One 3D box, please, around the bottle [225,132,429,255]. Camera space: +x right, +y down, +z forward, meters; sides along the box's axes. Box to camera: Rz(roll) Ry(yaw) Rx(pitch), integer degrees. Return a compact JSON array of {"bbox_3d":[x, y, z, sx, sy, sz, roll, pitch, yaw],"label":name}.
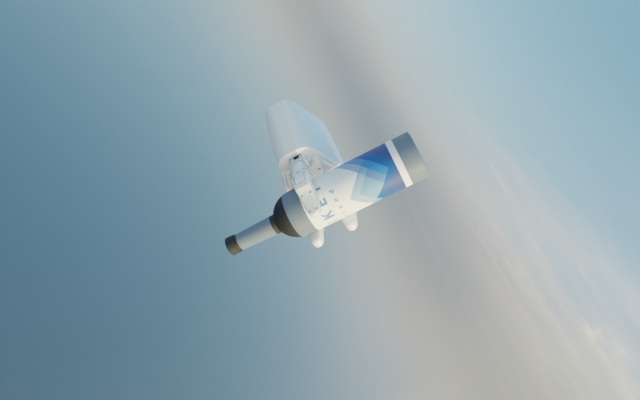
[{"bbox_3d":[0.000,0.002,0.660,0.296,0.069,0.069,-26,-5,10],"label":"bottle"}]
